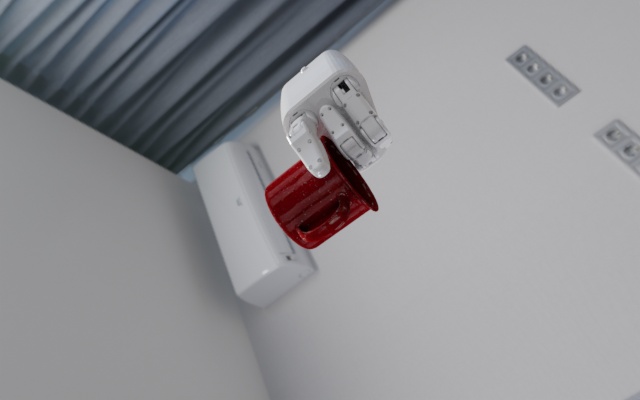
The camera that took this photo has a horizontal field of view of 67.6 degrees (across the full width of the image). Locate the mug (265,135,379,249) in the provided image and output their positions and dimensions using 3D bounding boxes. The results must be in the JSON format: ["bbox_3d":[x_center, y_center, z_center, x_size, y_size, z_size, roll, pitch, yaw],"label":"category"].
[{"bbox_3d":[0.000,0.002,0.470,0.081,0.093,0.117,-37,28,14],"label":"mug"}]
